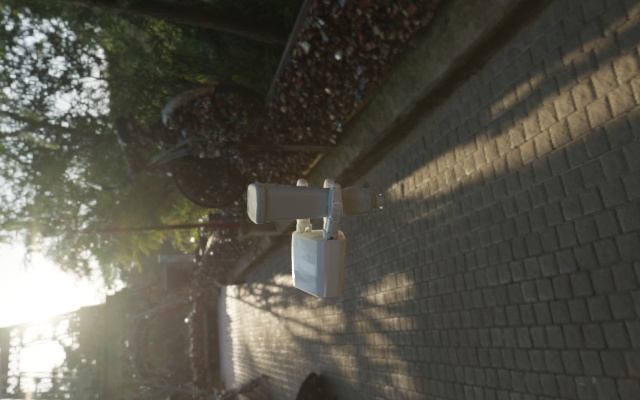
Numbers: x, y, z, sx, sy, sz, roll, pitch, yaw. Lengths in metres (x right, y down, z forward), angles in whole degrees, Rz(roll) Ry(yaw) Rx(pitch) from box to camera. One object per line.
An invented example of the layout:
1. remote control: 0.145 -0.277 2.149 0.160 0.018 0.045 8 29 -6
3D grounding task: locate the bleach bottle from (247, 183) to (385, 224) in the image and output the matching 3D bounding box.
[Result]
1. bleach bottle: 0.000 0.003 0.862 0.251 0.068 0.102 0 7 -18
